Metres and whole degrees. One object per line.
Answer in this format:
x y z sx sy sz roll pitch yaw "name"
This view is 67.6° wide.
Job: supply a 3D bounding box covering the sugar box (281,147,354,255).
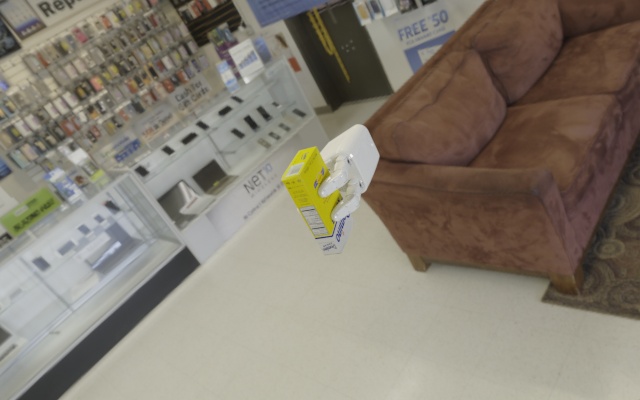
0.001 0.003 0.855 0.048 0.176 0.093 -13 32 32 "sugar box"
